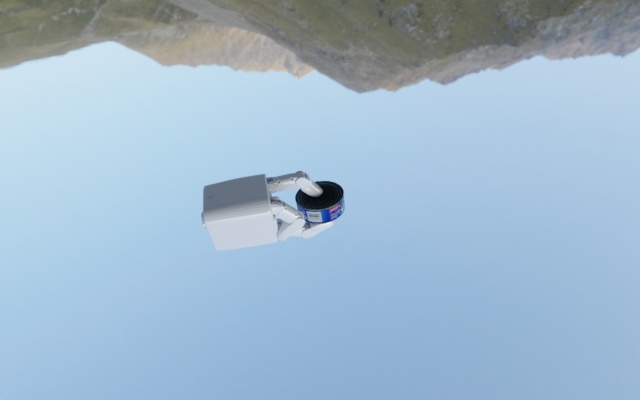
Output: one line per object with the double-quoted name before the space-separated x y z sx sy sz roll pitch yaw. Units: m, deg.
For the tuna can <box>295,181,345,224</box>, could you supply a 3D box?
"tuna can" 0.000 0.003 0.837 0.086 0.034 0.086 -6 36 4
